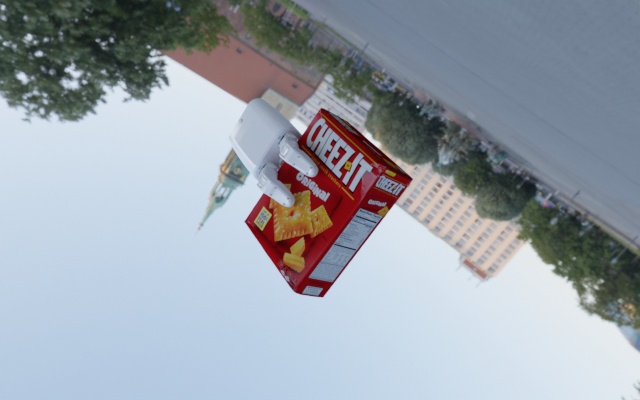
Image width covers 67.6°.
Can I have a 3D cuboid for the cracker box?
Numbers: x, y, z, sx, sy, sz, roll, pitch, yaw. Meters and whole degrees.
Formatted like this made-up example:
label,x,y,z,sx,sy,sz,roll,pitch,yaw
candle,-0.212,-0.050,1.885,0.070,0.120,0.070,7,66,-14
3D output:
label,x,y,z,sx,sy,sz,roll,pitch,yaw
cracker box,0.000,0.002,0.675,0.072,0.214,0.164,18,23,-46
